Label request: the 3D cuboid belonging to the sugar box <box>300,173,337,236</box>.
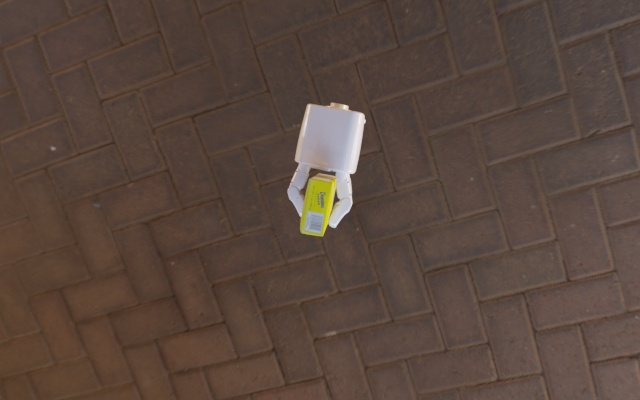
[{"bbox_3d":[0.001,0.003,0.863,0.048,0.093,0.176,12,8,6],"label":"sugar box"}]
